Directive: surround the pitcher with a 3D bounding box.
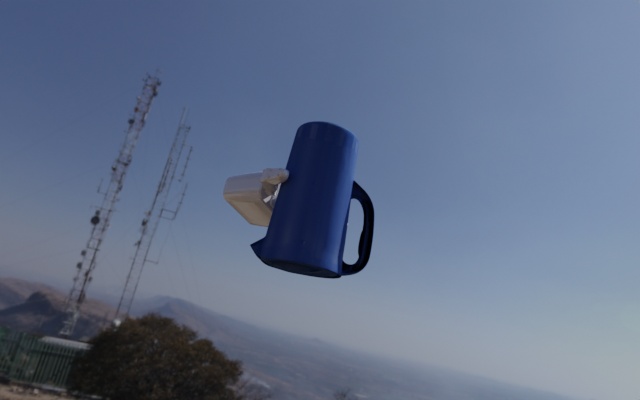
[{"bbox_3d":[0.000,0.003,0.779,0.145,0.242,0.149,-2,-21,41],"label":"pitcher"}]
